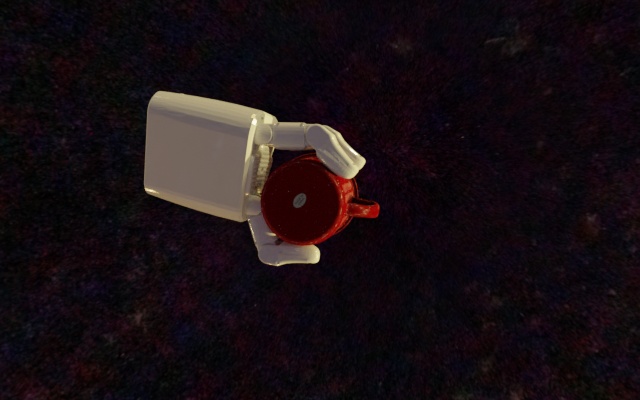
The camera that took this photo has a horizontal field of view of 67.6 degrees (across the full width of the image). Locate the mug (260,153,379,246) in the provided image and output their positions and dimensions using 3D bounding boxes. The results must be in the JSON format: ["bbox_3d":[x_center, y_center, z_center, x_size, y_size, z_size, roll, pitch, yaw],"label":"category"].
[{"bbox_3d":[0.001,0.002,0.477,0.117,0.093,0.081,12,7,7],"label":"mug"}]
